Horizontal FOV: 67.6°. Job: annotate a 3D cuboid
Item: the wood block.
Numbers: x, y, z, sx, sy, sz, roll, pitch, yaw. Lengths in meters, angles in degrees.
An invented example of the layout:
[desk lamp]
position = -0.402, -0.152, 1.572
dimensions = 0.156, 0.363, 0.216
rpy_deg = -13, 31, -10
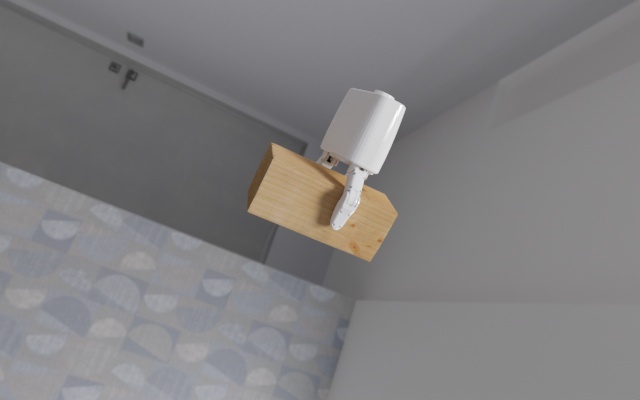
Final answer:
[wood block]
position = 0.000, 0.002, 0.731
dimensions = 0.206, 0.090, 0.090
rpy_deg = 23, 17, -16
